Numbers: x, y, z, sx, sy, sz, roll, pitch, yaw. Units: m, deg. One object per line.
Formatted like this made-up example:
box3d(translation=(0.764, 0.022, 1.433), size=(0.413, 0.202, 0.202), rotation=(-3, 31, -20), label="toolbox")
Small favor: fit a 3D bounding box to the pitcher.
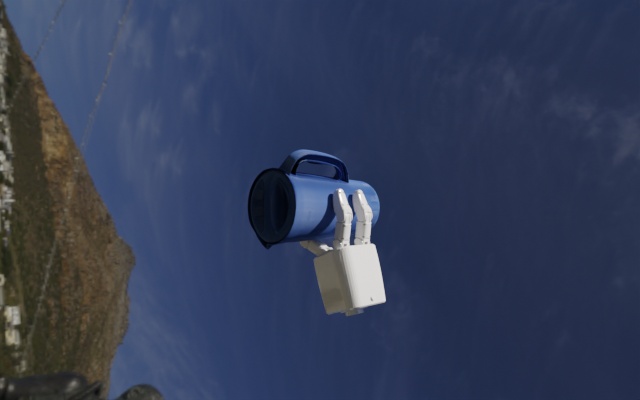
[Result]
box3d(translation=(0.000, 0.003, 0.889), size=(0.243, 0.145, 0.149), rotation=(1, -21, -44), label="pitcher")
